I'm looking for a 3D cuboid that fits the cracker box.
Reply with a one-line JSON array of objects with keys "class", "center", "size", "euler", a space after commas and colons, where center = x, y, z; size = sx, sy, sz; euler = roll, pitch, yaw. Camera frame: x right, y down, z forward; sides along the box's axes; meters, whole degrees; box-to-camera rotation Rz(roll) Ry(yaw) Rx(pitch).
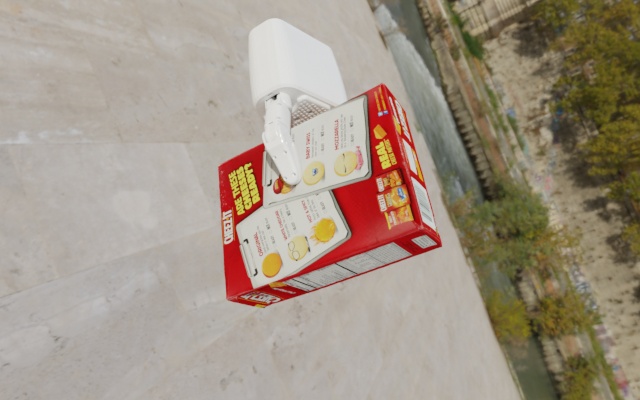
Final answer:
[{"class": "cracker box", "center": [0.000, 0.001, 0.494], "size": [0.214, 0.164, 0.072], "euler": [-23, -31, 23]}]
